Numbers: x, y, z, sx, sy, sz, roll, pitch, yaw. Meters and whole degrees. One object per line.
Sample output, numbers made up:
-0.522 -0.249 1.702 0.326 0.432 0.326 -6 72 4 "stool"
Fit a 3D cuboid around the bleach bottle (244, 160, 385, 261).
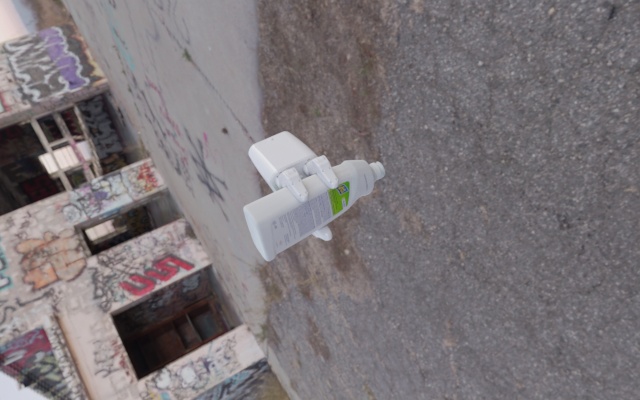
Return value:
0.000 0.003 0.812 0.251 0.103 0.068 -26 43 -18 "bleach bottle"
